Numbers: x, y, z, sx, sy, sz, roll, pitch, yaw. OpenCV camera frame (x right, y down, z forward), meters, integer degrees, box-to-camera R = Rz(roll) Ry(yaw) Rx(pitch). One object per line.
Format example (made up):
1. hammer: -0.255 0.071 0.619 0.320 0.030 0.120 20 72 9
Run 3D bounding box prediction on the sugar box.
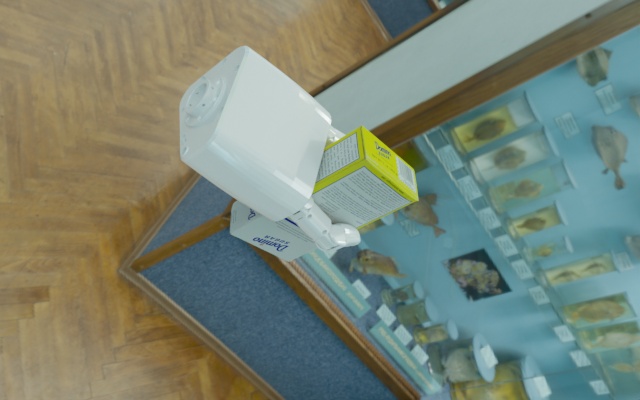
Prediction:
1. sugar box: 0.000 0.001 0.485 0.176 0.048 0.093 -25 -40 32
